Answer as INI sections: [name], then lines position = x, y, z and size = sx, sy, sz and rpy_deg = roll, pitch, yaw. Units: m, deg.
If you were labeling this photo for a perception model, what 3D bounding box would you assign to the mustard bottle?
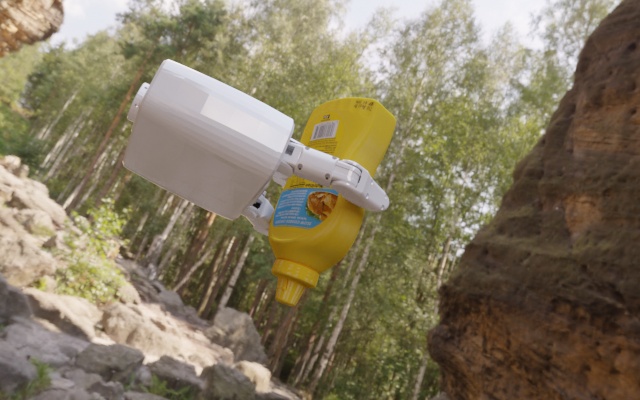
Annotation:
[mustard bottle]
position = 0.000, 0.001, 0.434
size = 0.096, 0.191, 0.058
rpy_deg = 1, -26, 47
